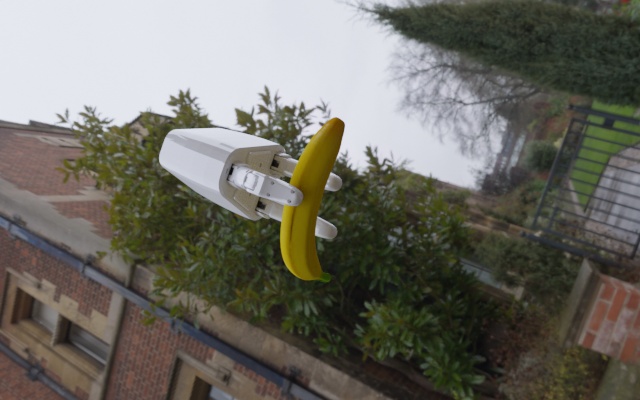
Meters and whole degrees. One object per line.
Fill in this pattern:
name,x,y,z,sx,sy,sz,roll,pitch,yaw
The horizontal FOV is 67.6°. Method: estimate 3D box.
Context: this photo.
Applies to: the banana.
banana,-0.011,0.010,0.513,0.037,0.198,0.069,22,28,32
